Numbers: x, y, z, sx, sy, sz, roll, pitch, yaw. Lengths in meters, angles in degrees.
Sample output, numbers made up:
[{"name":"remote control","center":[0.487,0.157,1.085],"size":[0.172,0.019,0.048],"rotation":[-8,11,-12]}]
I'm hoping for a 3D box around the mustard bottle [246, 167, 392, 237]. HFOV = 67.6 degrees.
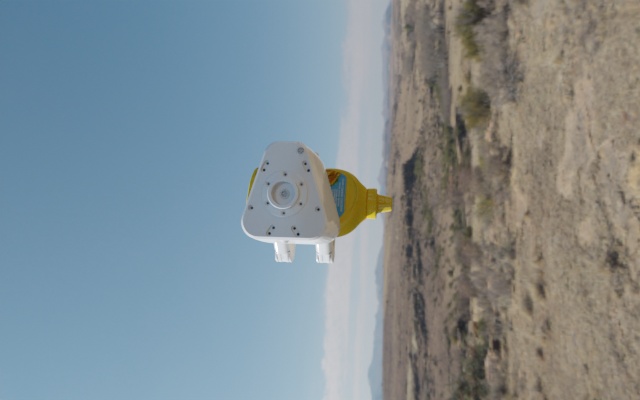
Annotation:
[{"name":"mustard bottle","center":[0.000,0.002,0.644],"size":[0.191,0.096,0.058],"rotation":[1,-30,8]}]
